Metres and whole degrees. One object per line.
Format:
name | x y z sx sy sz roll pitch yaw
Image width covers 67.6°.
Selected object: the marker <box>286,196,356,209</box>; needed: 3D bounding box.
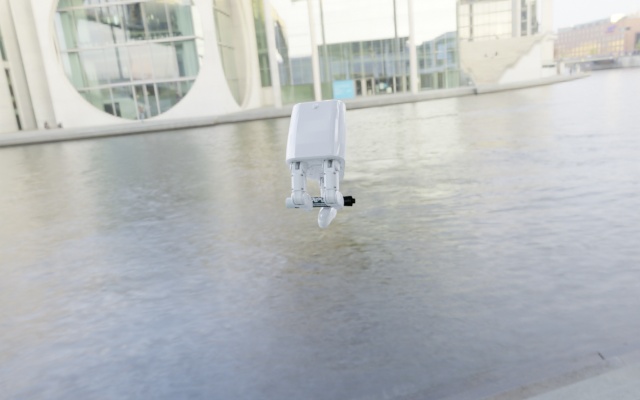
marker | 0.000 0.003 0.817 0.121 0.020 0.020 -2 -1 16
